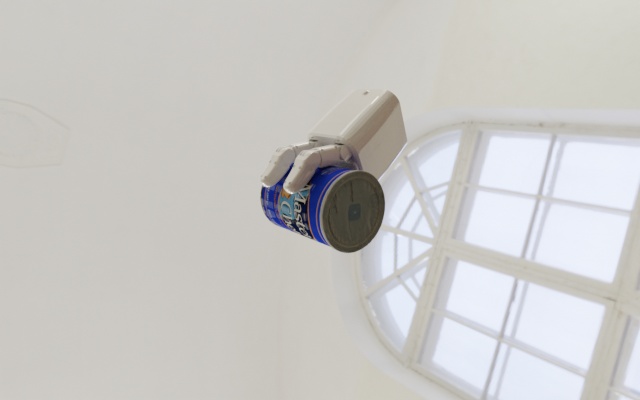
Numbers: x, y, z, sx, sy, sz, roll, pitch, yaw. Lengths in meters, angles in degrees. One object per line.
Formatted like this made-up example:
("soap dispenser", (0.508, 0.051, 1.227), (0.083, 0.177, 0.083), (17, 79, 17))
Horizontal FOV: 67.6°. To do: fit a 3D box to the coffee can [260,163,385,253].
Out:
("coffee can", (0.000, 0.002, 0.633), (0.103, 0.103, 0.140), (0, 10, -39))
